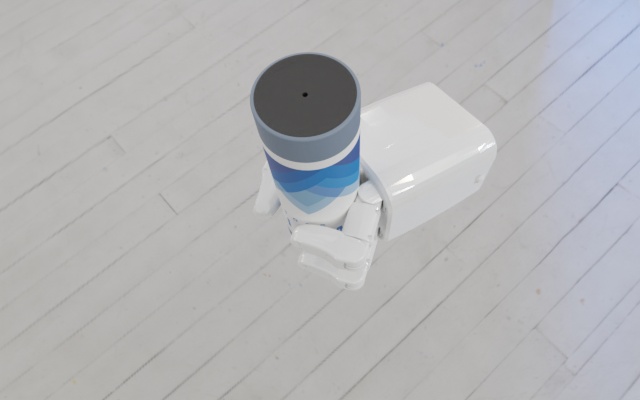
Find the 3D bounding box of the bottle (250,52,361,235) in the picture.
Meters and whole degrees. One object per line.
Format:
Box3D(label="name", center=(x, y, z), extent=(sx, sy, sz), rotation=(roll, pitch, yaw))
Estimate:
Box3D(label="bottle", center=(0.000, 0.001, 0.415), extent=(0.069, 0.069, 0.296), rotation=(0, -26, 4))
